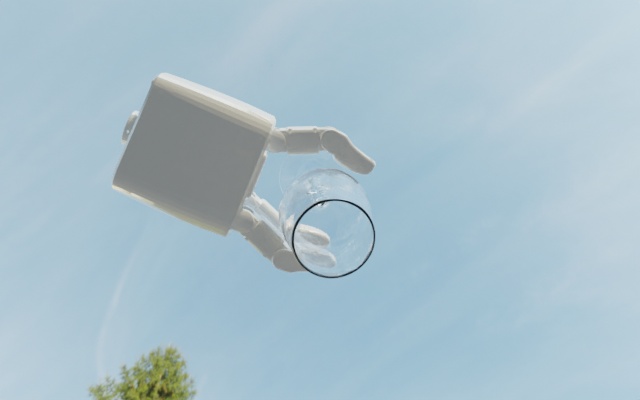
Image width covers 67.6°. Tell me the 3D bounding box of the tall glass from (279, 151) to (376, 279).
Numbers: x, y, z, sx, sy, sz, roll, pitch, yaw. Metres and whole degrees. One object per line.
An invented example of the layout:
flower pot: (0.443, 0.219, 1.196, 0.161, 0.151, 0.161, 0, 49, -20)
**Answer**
tall glass: (0.000, 0.001, 0.439, 0.079, 0.079, 0.201, 0, 16, -6)
